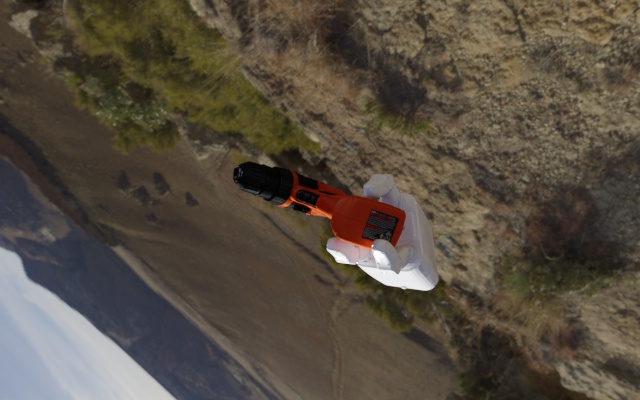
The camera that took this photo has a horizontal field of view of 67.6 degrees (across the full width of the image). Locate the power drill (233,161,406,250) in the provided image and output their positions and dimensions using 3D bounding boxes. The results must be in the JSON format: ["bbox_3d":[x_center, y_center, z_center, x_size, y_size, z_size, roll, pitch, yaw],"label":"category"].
[{"bbox_3d":[0.001,0.002,0.608,0.184,0.057,0.187,15,7,-38],"label":"power drill"}]
